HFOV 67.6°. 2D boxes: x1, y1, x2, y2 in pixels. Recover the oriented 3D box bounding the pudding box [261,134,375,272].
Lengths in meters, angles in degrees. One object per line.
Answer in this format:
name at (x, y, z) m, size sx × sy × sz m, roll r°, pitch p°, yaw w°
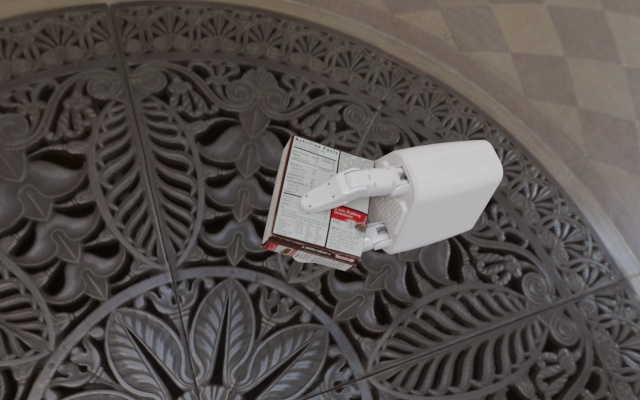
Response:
pudding box at (0.000, 0.001, 0.455) m, size 0.090 × 0.113 × 0.039 m, roll 16°, pitch -30°, yaw -11°
